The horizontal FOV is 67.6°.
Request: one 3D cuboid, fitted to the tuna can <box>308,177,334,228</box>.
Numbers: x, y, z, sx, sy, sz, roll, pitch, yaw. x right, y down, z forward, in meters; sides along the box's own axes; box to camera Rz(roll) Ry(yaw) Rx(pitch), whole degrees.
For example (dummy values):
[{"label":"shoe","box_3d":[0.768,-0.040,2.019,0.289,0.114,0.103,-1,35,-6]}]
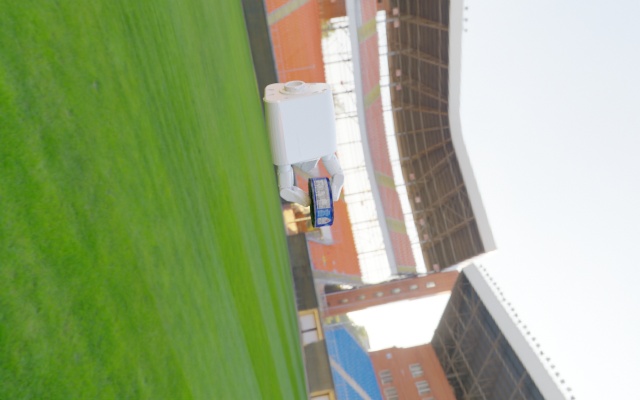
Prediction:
[{"label":"tuna can","box_3d":[0.001,0.003,0.812,0.034,0.086,0.086,-5,0,-6]}]
